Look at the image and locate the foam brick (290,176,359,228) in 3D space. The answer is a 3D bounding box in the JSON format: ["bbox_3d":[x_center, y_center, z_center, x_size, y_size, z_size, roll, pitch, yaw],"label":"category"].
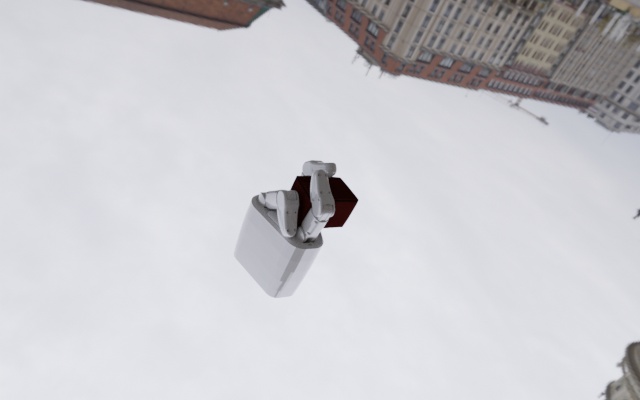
[{"bbox_3d":[0.000,0.002,0.650,0.078,0.051,0.053,0,40,-35],"label":"foam brick"}]
